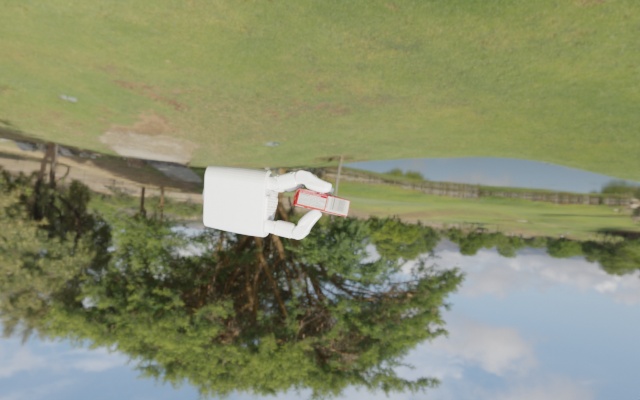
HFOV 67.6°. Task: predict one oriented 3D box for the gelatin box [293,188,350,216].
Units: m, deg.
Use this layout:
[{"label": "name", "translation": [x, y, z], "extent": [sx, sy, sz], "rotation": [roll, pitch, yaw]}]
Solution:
[{"label": "gelatin box", "translation": [0.000, 0.003, 0.797], "extent": [0.089, 0.030, 0.073], "rotation": [13, -2, -5]}]
